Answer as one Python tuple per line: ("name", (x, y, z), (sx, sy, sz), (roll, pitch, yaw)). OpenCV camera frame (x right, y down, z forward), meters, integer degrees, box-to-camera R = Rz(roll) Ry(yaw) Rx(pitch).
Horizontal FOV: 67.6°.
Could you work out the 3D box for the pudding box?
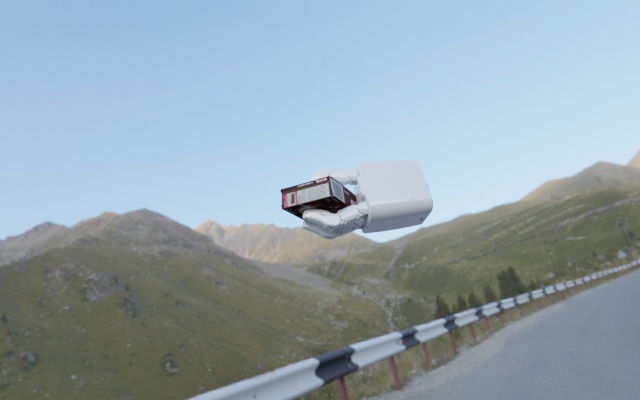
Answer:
("pudding box", (0.000, 0.002, 0.774), (0.090, 0.039, 0.113), (-15, -23, 21))
